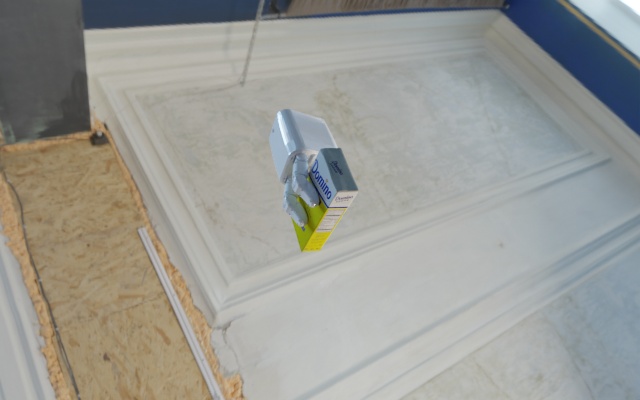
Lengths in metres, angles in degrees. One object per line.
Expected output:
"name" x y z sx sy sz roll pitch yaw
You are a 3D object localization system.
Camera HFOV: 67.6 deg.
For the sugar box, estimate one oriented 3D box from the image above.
"sugar box" 0.000 0.003 0.808 0.048 0.093 0.176 -4 -36 -24
